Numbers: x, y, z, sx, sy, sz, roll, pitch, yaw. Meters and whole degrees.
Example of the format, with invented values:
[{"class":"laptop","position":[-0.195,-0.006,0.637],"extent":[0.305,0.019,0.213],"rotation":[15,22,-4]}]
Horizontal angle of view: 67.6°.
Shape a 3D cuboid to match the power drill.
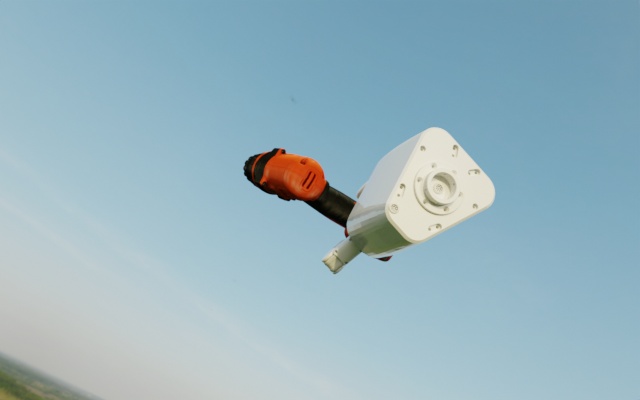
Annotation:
[{"class":"power drill","position":[0.001,0.002,0.590],"extent":[0.188,0.057,0.184],"rotation":[31,-5,-25]}]
